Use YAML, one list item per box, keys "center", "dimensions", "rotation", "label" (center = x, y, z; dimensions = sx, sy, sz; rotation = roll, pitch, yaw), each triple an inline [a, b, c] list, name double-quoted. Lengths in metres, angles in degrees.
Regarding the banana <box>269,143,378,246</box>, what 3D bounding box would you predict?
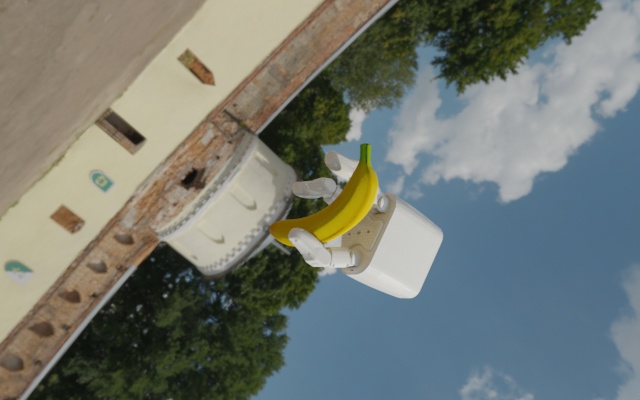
- center: [0.006, 0.016, 0.572]
  dimensions: [0.037, 0.069, 0.198]
  rotation: [14, -40, -39]
  label: "banana"
